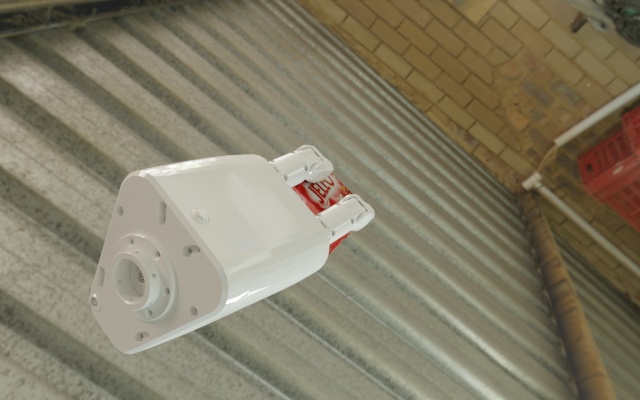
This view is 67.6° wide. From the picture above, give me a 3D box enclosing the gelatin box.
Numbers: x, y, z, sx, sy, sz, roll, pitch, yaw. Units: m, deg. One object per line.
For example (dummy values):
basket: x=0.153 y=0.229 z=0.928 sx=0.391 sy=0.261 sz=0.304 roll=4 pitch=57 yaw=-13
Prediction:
gelatin box: x=0.000 y=0.002 z=0.429 sx=0.030 sy=0.073 sz=0.089 roll=-47 pitch=-2 yaw=22
